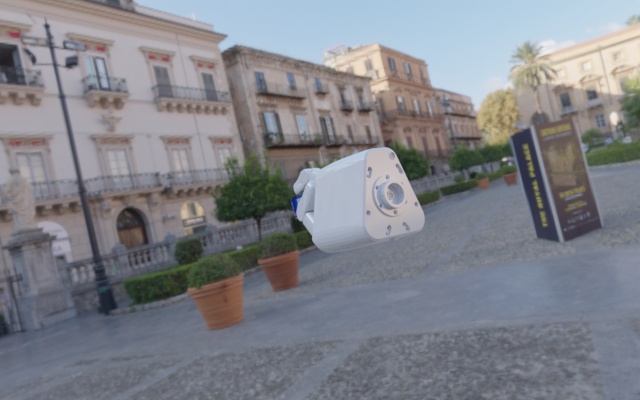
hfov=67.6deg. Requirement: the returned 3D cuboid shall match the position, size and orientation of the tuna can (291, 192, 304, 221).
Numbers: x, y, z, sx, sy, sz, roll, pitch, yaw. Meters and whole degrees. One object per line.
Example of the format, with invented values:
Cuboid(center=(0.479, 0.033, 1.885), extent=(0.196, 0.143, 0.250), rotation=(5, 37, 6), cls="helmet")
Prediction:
Cuboid(center=(0.000, 0.002, 0.710), extent=(0.086, 0.033, 0.086), rotation=(-16, -6, -2), cls="tuna can")
